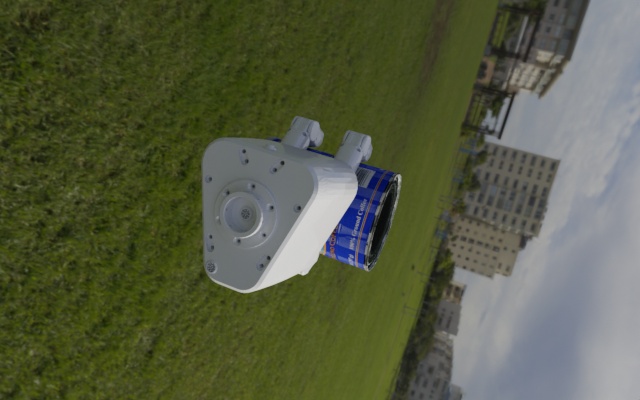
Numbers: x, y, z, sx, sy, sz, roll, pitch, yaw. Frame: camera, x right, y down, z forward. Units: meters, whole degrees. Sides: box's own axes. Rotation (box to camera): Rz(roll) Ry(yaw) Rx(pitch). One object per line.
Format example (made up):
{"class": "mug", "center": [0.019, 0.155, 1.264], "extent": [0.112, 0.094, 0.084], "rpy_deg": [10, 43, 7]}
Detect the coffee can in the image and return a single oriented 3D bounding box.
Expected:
{"class": "coffee can", "center": [0.000, 0.002, 0.492], "extent": [0.140, 0.103, 0.103], "rpy_deg": [18, 5, 16]}
